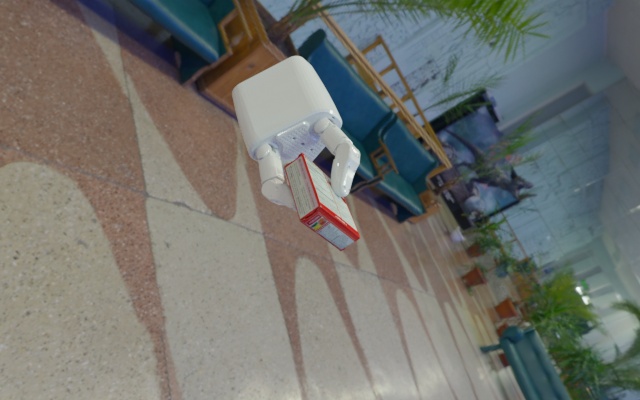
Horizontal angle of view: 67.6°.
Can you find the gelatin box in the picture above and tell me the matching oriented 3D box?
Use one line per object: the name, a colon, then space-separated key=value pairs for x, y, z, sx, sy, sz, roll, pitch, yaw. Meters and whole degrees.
gelatin box: x=0.001 y=0.002 z=0.512 sx=0.030 sy=0.089 sz=0.073 roll=-36 pitch=-47 yaw=16
